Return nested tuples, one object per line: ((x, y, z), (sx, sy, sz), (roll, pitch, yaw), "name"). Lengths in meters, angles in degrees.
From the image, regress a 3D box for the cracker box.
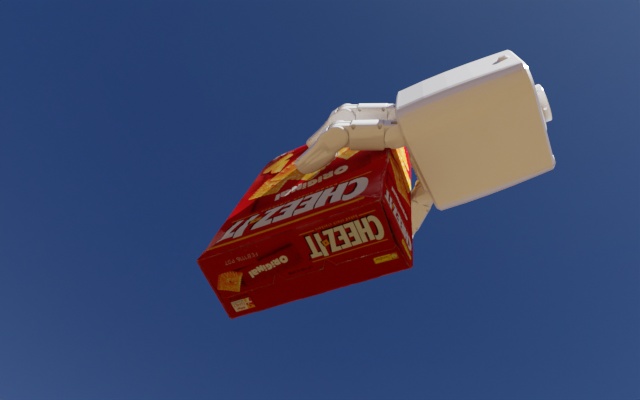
((0.000, 0.002, 0.457), (0.164, 0.072, 0.213), (-20, 20, 19), "cracker box")
